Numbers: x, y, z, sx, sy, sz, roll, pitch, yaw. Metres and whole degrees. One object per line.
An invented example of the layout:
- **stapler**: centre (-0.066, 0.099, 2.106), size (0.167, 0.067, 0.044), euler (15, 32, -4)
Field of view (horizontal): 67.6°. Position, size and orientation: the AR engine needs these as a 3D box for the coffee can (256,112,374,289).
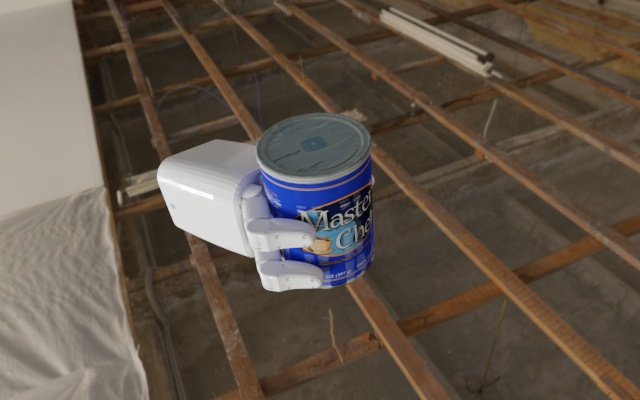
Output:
- **coffee can**: centre (0.000, 0.001, 0.464), size (0.103, 0.140, 0.102), euler (-4, 40, 3)
